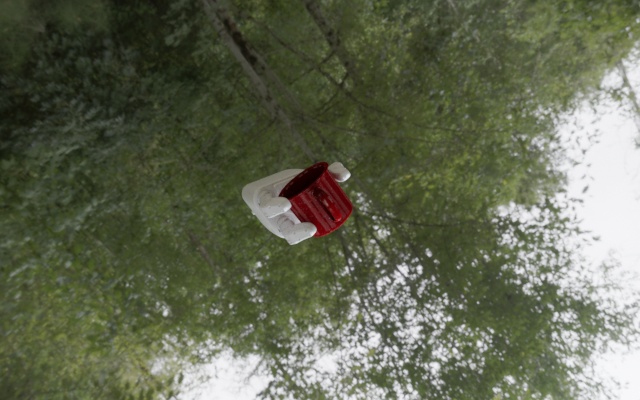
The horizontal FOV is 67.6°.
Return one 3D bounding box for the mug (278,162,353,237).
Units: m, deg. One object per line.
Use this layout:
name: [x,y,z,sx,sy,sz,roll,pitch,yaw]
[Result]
mug: [0.001,0.003,0.718,0.093,0.081,0.117,-41,19,-12]
